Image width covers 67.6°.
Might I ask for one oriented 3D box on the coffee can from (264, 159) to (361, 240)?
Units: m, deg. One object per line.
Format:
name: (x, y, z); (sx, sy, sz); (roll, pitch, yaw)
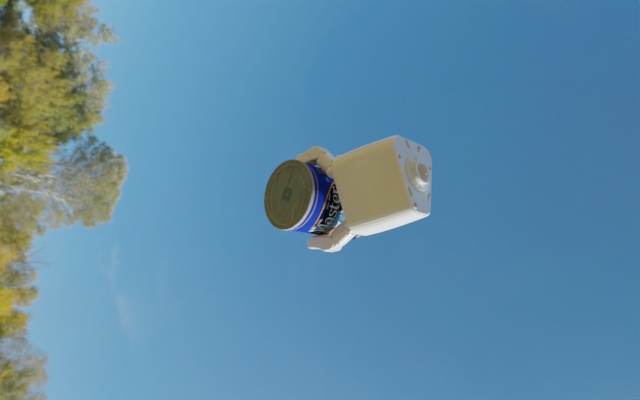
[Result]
coffee can: (0.000, 0.002, 0.730); (0.103, 0.103, 0.140); (0, -9, 45)
